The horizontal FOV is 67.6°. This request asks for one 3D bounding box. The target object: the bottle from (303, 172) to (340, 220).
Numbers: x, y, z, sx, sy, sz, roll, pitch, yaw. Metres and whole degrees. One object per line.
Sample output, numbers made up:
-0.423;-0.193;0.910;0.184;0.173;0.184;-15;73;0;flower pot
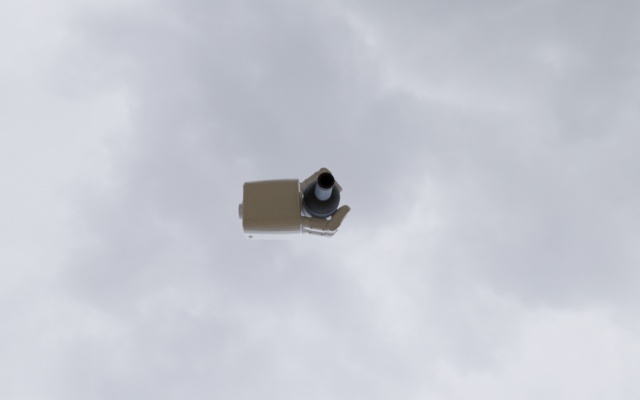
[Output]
0.000;0.003;0.883;0.069;0.069;0.296;0;-13;-3;bottle
